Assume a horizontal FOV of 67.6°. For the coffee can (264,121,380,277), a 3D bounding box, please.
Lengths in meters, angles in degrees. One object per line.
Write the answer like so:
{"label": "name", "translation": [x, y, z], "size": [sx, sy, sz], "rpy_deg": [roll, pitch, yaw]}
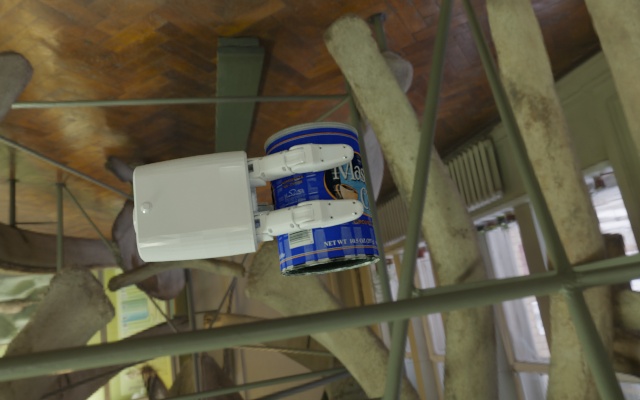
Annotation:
{"label": "coffee can", "translation": [0.000, 0.001, 0.504], "size": [0.103, 0.140, 0.103], "rpy_deg": [-8, -14, -2]}
